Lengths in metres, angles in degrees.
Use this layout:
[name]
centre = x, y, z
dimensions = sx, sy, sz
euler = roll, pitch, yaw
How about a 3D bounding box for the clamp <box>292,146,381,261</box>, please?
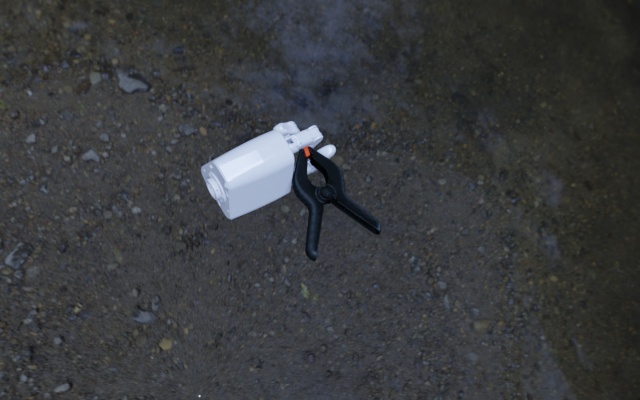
[clamp]
centre = 0.000, 0.002, 0.703
dimensions = 0.120, 0.171, 0.039
euler = -28, -12, -25
